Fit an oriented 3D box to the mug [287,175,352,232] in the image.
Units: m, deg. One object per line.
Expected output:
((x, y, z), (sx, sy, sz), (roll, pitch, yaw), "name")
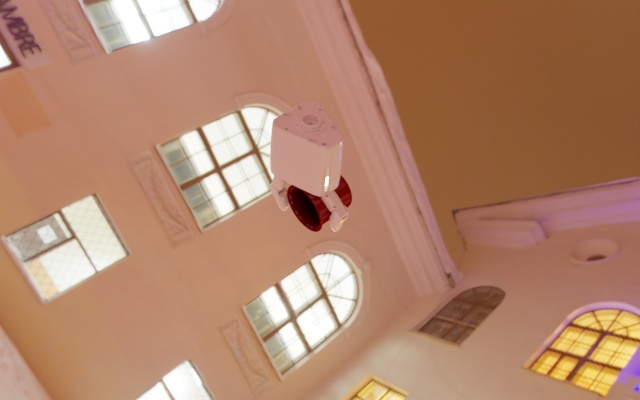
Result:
((0.000, 0.004, 0.853), (0.081, 0.093, 0.117), (-33, -28, -27), "mug")
